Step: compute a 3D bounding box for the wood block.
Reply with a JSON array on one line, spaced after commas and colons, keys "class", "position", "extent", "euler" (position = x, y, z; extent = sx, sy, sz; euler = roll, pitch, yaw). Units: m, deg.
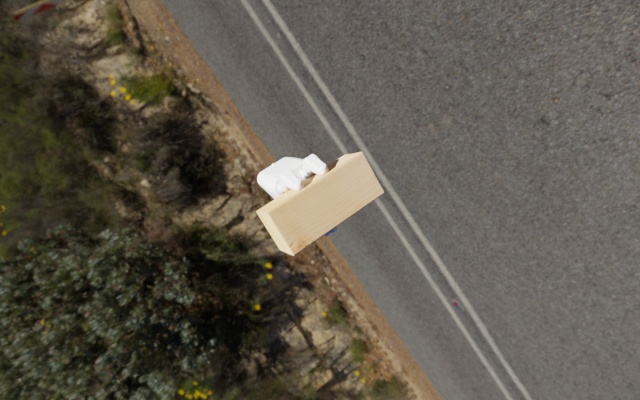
[{"class": "wood block", "position": [0.000, 0.003, 0.876], "extent": [0.206, 0.091, 0.090], "euler": [-34, 12, -17]}]
